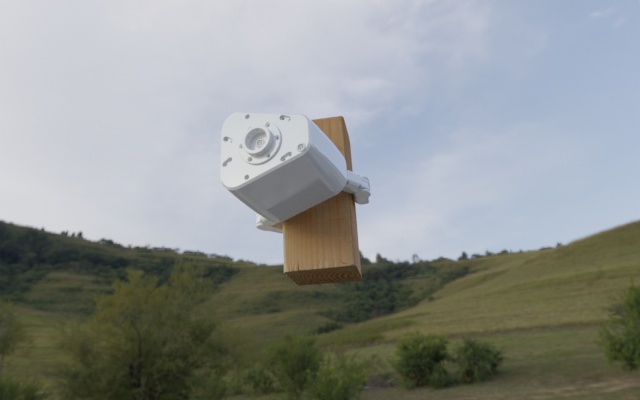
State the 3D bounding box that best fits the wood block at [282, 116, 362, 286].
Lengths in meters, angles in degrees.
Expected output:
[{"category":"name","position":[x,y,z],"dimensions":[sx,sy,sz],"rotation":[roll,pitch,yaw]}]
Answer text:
[{"category":"wood block","position":[0.000,0.002,0.645],"dimensions":[0.091,0.206,0.090],"rotation":[-6,-22,8]}]
